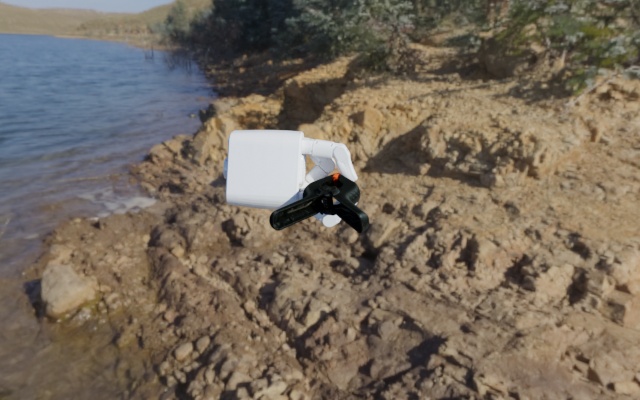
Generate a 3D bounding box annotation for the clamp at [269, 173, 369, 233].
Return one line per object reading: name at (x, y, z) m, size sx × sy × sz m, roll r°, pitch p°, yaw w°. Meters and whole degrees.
clamp at (0.000, 0.001, 0.632) m, size 0.120 × 0.039 × 0.171 m, roll 4°, pitch 18°, yaw 1°
